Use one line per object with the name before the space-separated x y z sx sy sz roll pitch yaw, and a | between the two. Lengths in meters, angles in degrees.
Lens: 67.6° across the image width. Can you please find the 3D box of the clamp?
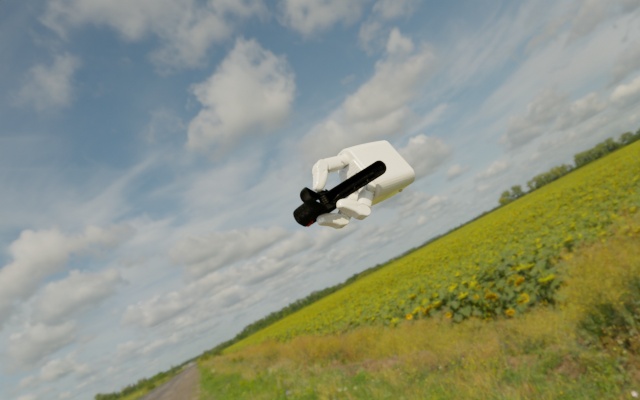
clamp | 0.000 0.002 0.821 0.164 0.036 0.210 -18 -13 -36
